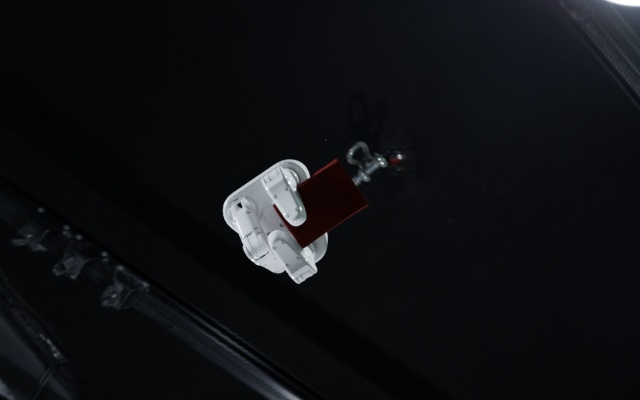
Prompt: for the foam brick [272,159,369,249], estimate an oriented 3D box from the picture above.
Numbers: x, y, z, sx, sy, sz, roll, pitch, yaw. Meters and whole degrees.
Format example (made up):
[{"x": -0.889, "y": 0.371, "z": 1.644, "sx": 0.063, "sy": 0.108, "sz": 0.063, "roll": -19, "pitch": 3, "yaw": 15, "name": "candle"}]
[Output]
[{"x": 0.000, "y": 0.001, "z": 0.468, "sx": 0.078, "sy": 0.053, "sz": 0.051, "roll": -34, "pitch": 5, "yaw": 5, "name": "foam brick"}]
